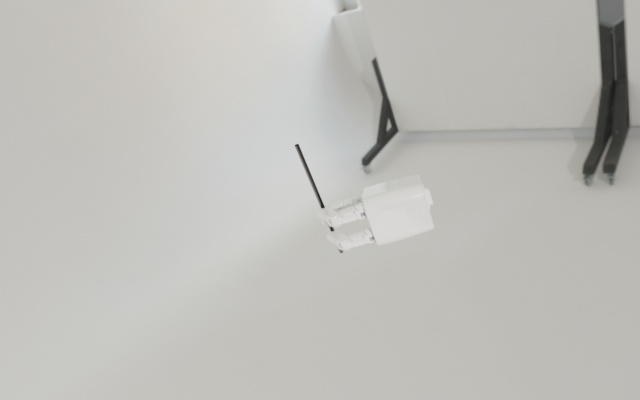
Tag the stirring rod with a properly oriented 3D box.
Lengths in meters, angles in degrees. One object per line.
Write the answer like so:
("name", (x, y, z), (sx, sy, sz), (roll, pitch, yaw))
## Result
("stirring rod", (0.000, 0.003, 0.870), (0.011, 0.240, 0.011), (-17, 29, 10))
